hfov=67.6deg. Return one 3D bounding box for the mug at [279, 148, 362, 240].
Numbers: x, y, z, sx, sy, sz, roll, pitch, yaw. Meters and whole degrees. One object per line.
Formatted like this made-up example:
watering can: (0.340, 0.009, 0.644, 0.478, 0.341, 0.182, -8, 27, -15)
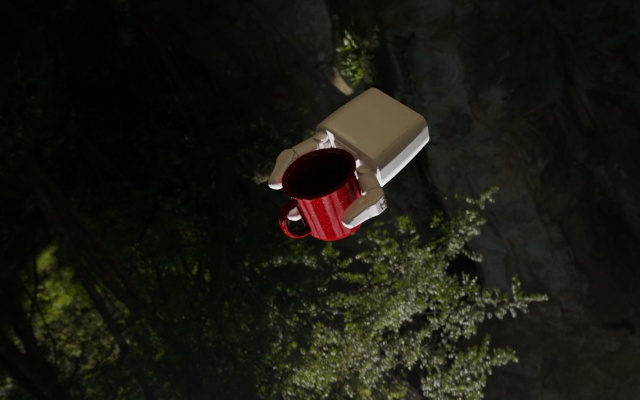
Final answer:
mug: (-0.001, 0.003, 0.587, 0.117, 0.082, 0.093, -40, 43, -20)
